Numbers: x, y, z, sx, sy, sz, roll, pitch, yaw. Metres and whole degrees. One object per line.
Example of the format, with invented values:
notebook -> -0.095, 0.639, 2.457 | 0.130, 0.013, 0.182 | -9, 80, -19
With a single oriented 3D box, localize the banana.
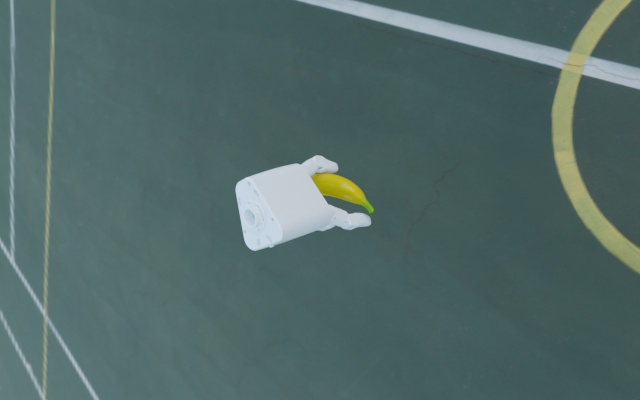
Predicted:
banana -> 0.000, -0.015, 0.827 | 0.198, 0.070, 0.037 | 7, 23, 40
